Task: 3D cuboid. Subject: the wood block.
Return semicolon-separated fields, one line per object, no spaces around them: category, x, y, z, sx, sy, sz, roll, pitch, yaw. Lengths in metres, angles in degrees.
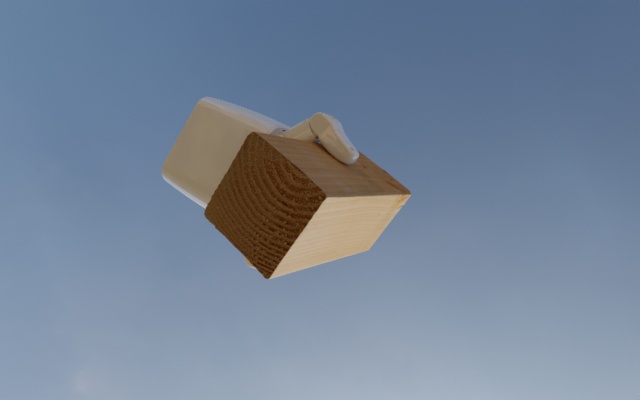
wood block;0.000;0.001;0.475;0.090;0.091;0.206;41;20;21
